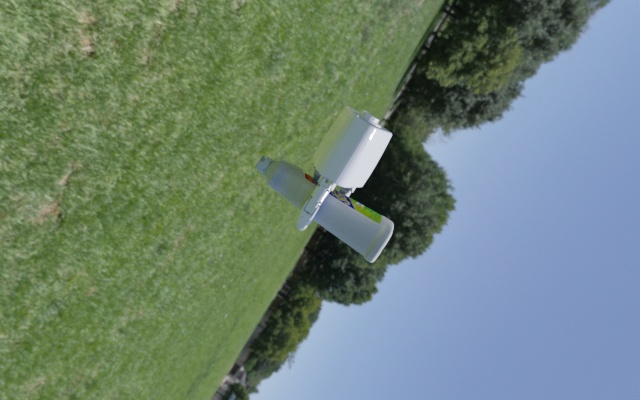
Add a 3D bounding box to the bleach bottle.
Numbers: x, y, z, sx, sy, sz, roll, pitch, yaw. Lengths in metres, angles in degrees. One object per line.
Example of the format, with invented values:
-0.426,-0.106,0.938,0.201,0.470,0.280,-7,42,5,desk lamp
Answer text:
0.000,0.003,0.802,0.251,0.068,0.102,32,14,3,bleach bottle
